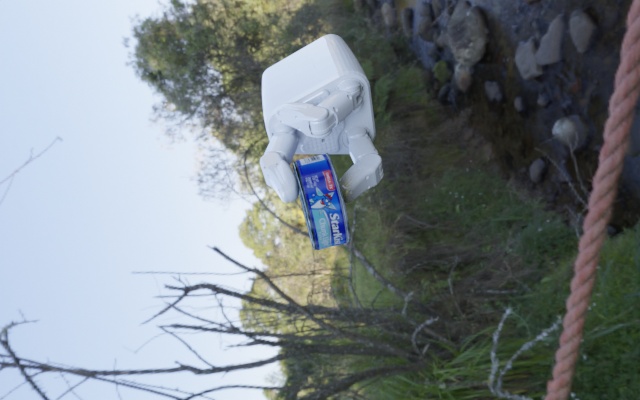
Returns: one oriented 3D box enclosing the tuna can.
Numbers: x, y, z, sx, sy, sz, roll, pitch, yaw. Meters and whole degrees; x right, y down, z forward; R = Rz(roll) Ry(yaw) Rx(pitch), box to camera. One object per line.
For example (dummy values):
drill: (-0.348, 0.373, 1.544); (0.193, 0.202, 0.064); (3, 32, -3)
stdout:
tuna can: (0.000, 0.002, 0.439); (0.034, 0.086, 0.086); (-14, 1, -4)
